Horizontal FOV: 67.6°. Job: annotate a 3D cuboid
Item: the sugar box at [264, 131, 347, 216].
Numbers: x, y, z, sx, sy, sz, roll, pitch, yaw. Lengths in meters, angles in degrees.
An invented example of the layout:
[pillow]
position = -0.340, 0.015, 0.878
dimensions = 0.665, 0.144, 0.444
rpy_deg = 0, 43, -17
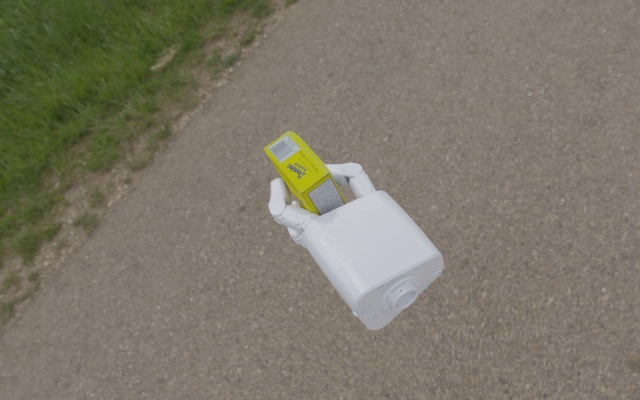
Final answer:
[sugar box]
position = 0.000, 0.002, 0.591
dimensions = 0.048, 0.093, 0.176
rpy_deg = -35, -39, -6
